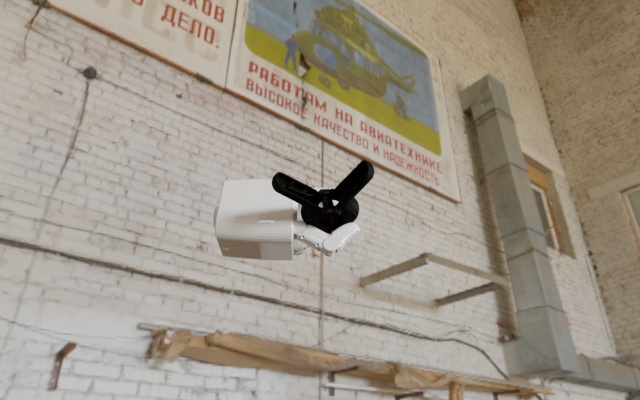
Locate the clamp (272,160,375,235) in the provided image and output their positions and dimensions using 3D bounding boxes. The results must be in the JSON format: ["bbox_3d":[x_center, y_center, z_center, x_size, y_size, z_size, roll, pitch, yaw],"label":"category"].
[{"bbox_3d":[0.000,0.002,0.619,0.120,0.039,0.172,1,-29,-2],"label":"clamp"}]
